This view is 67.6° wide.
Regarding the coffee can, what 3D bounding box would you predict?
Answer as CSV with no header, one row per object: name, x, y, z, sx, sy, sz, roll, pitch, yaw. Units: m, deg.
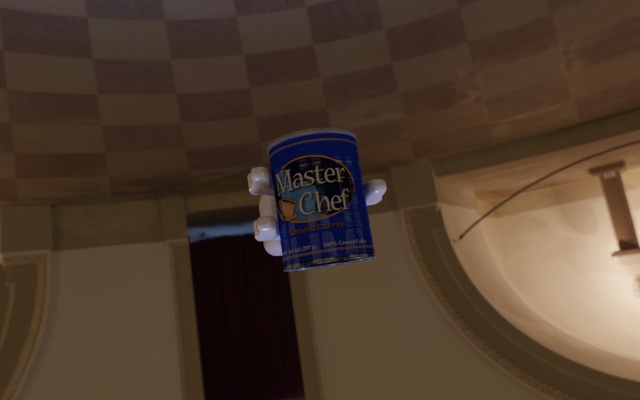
coffee can,0.000,0.002,0.532,0.103,0.140,0.103,-8,-11,-2
